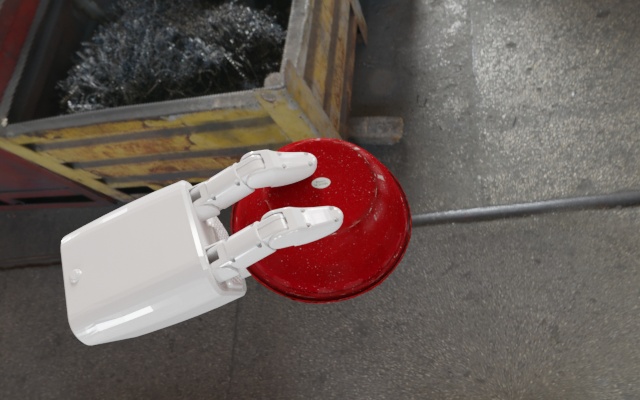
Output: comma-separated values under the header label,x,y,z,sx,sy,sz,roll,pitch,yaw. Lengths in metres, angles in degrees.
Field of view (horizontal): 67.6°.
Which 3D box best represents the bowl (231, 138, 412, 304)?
label,x,y,z,sx,sy,sz,roll,pitch,yaw
bowl,0.001,0.000,0.406,0.162,0.162,0.055,0,-31,1
